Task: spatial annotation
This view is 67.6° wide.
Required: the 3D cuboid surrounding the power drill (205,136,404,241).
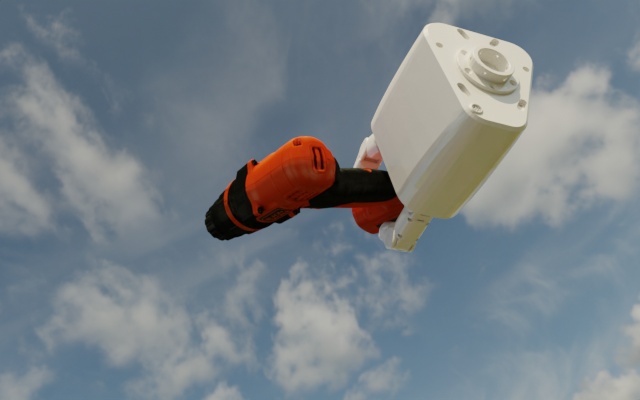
[{"bbox_3d":[0.001,0.001,0.462,0.187,0.057,0.184,1,-17,-37],"label":"power drill"}]
